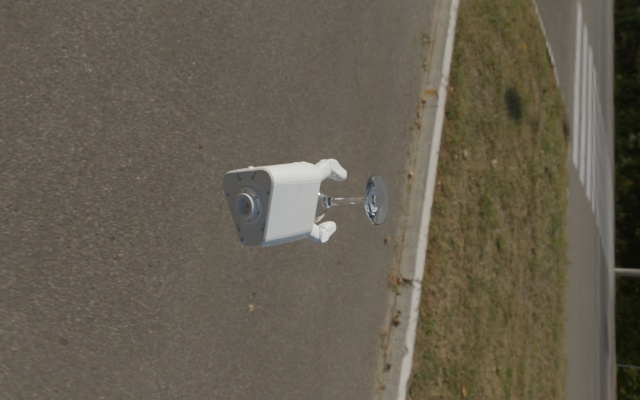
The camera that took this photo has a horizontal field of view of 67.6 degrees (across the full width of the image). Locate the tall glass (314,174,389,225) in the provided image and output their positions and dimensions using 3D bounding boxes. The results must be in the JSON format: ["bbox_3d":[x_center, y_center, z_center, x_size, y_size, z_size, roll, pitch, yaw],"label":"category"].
[{"bbox_3d":[0.001,0.002,0.749,0.201,0.079,0.079,-3,-2,34],"label":"tall glass"}]
